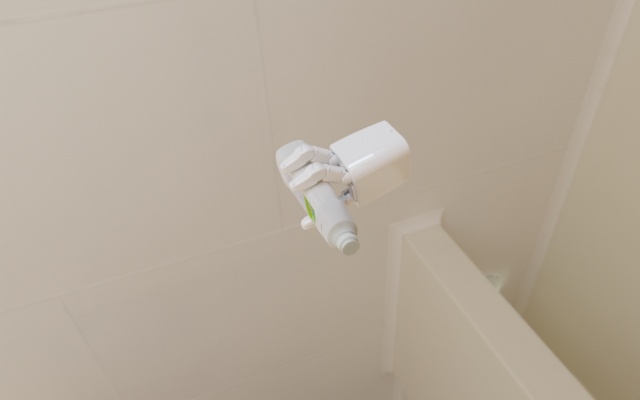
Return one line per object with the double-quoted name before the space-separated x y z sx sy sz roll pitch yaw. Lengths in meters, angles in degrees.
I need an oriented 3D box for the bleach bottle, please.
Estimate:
"bleach bottle" 0.000 0.002 0.781 0.068 0.103 0.250 -26 43 -6
